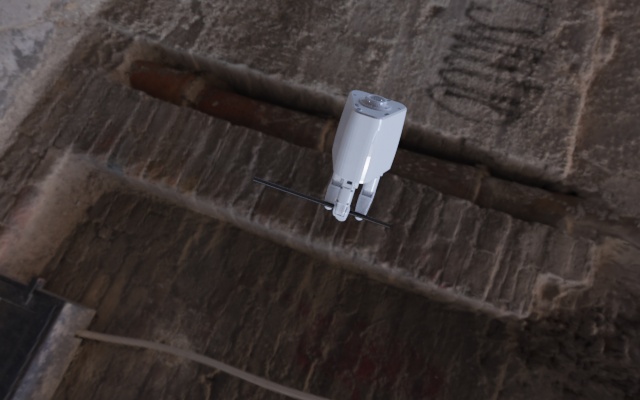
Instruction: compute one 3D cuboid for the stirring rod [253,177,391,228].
[{"bbox_3d":[0.000,0.003,0.791,0.239,0.011,0.011,19,3,8],"label":"stirring rod"}]
